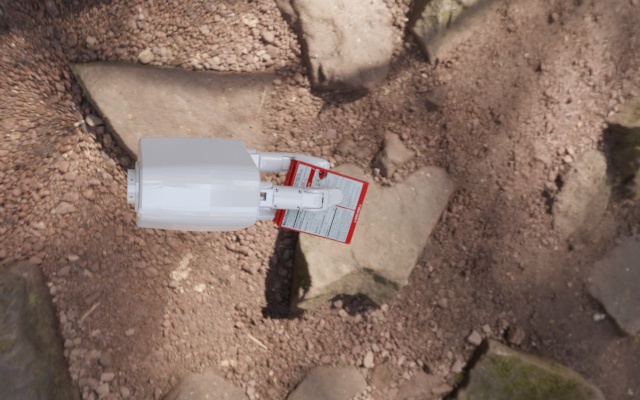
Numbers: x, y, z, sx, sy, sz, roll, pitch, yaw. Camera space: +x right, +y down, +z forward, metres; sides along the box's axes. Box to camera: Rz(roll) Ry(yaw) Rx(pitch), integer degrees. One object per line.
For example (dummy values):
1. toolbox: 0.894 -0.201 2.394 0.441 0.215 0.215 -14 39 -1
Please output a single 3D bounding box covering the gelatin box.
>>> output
1. gelatin box: 0.001 0.002 0.522 0.089 0.073 0.030 16 3 -19
